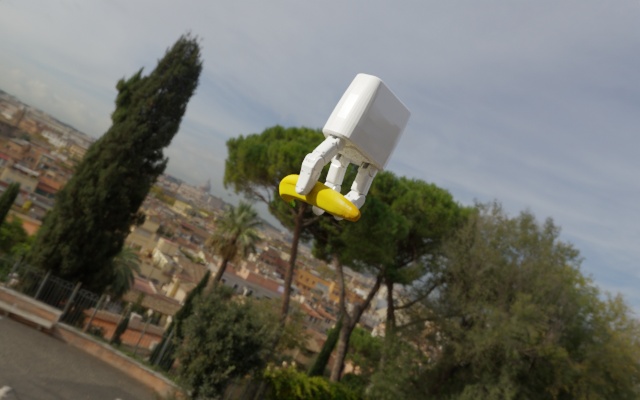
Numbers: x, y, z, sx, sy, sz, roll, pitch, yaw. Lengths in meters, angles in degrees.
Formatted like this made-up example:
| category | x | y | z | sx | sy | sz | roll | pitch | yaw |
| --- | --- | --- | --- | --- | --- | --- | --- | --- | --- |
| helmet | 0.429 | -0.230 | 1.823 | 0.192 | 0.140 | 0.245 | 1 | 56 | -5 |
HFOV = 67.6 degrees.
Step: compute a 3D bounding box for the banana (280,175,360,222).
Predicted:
| category | x | y | z | sx | sy | sz | roll | pitch | yaw |
| --- | --- | --- | --- | --- | --- | --- | --- | --- | --- |
| banana | -0.014 | -0.008 | 0.719 | 0.070 | 0.037 | 0.198 | 39 | -13 | -29 |
